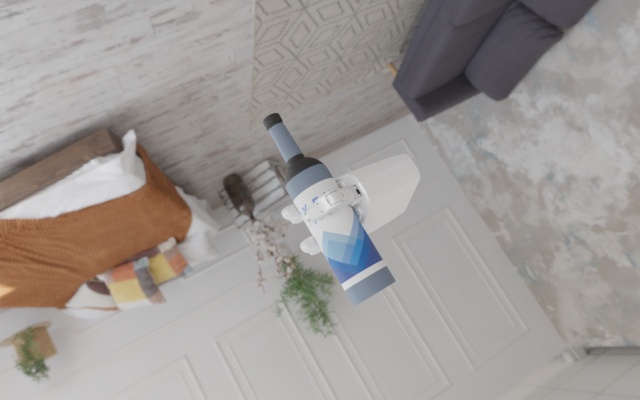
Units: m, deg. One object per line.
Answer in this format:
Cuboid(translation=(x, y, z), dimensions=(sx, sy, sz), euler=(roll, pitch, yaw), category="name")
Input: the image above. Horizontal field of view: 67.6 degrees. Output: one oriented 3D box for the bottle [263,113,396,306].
Cuboid(translation=(0.000, 0.002, 0.675), dimensions=(0.069, 0.295, 0.069), euler=(-29, -12, -7), category="bottle")
